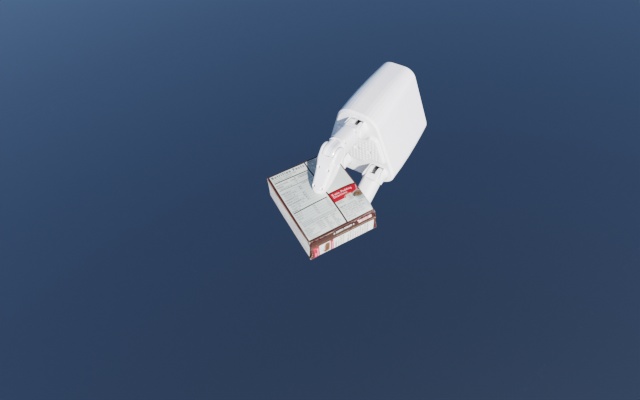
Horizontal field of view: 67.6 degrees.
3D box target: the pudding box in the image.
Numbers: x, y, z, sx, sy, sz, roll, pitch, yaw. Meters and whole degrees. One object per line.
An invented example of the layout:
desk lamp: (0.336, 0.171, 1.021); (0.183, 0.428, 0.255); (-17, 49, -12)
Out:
pudding box: (0.000, 0.002, 0.568); (0.090, 0.113, 0.039); (-26, -36, -13)
